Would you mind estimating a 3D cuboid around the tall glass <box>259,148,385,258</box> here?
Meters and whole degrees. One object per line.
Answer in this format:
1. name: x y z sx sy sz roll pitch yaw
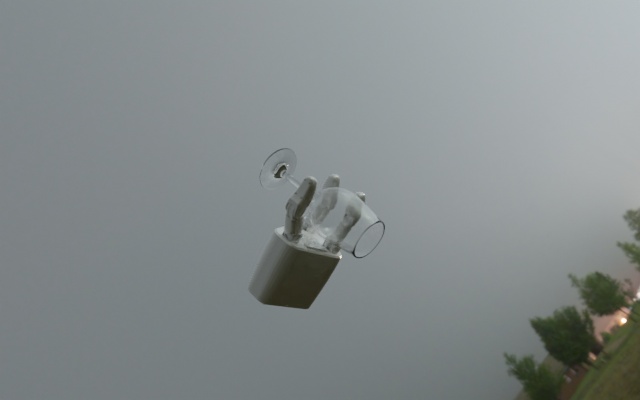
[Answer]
1. tall glass: 0.000 0.002 0.700 0.201 0.079 0.079 37 22 32
